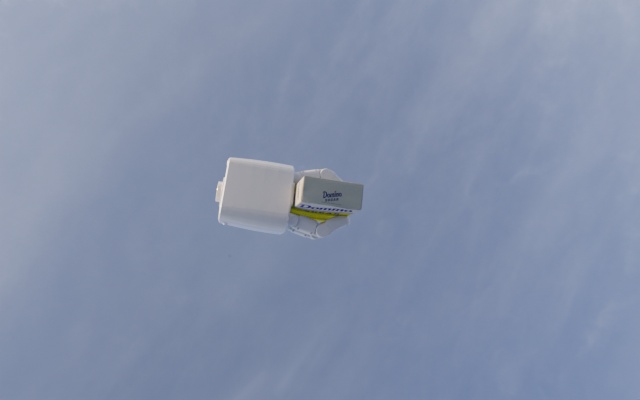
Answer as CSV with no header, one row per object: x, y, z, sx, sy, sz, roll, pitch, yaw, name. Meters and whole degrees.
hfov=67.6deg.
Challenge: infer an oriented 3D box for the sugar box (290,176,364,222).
0.000,0.003,0.772,0.093,0.048,0.176,8,-8,-10,sugar box
